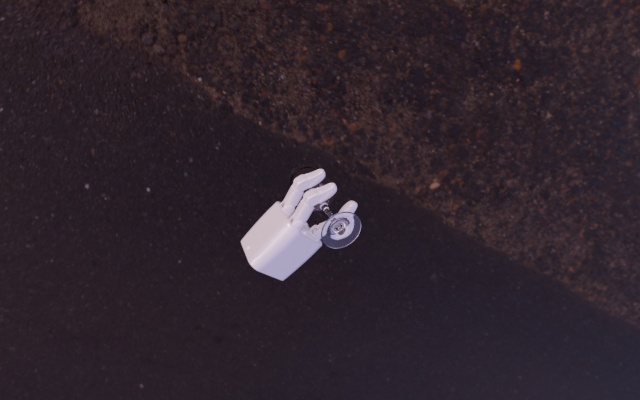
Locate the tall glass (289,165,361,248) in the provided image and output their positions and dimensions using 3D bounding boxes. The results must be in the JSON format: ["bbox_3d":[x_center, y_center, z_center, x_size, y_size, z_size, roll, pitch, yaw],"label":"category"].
[{"bbox_3d":[0.001,0.003,0.892,0.079,0.079,0.201,0,30,-24],"label":"tall glass"}]
